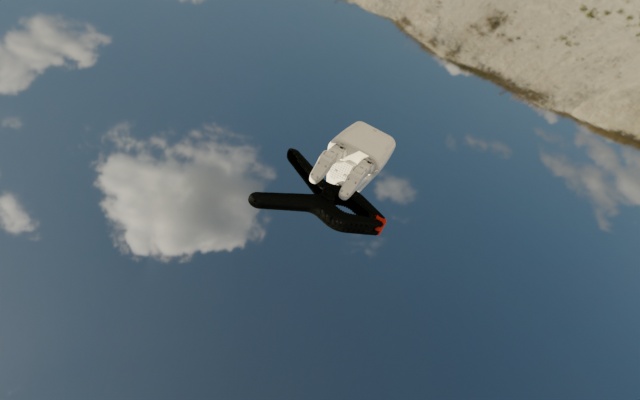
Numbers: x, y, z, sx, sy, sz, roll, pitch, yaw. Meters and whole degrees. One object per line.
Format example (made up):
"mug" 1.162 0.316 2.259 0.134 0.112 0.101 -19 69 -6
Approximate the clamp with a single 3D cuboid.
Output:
"clamp" 0.000 0.003 0.754 0.210 0.036 0.164 30 40 10
